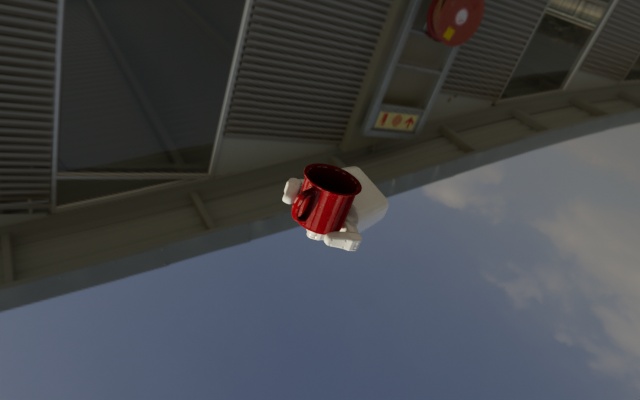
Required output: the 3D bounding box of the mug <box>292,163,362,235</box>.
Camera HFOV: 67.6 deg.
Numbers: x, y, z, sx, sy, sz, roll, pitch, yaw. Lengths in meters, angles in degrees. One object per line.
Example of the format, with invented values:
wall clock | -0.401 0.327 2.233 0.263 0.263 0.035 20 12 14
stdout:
mug | -0.001 0.003 0.736 0.093 0.081 0.117 36 32 27
